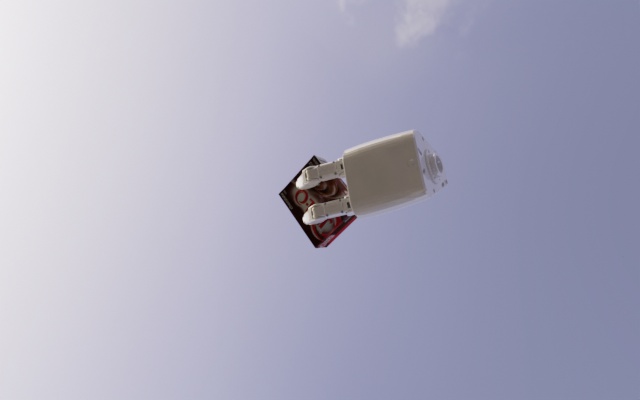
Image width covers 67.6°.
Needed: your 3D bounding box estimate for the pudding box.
[{"bbox_3d":[0.000,0.002,0.725,0.090,0.113,0.039,-46,-27,21],"label":"pudding box"}]
